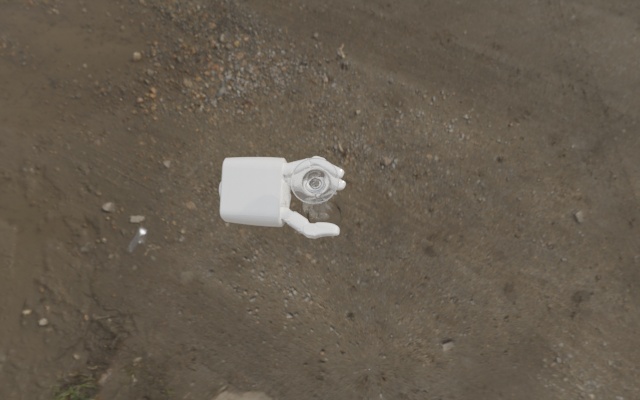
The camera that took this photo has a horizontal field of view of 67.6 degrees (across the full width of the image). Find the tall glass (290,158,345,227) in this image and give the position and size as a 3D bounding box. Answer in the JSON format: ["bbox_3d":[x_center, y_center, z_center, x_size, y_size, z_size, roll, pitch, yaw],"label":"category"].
[{"bbox_3d":[0.000,0.003,0.813,0.079,0.079,0.201,0,-19,6],"label":"tall glass"}]
